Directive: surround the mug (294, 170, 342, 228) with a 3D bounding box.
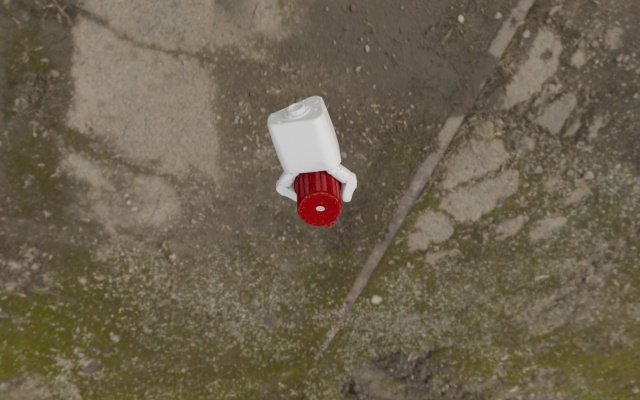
[{"bbox_3d":[0.001,0.004,0.899,0.093,0.117,0.081,-16,36,8],"label":"mug"}]
